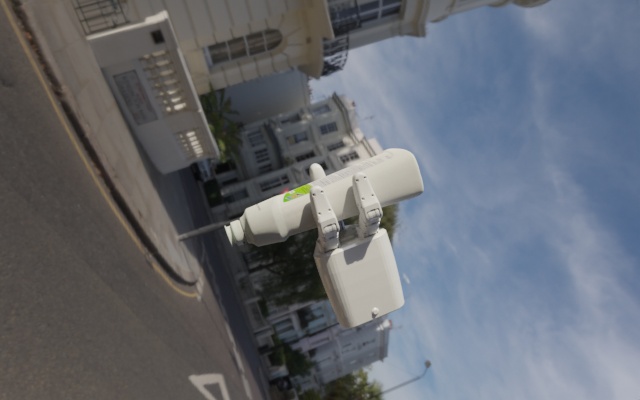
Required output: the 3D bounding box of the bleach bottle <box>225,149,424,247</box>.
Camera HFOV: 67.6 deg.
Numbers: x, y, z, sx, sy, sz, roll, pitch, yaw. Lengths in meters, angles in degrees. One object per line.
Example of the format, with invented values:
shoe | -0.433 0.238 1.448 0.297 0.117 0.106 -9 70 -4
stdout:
bleach bottle | 0.000 0.002 0.621 0.251 0.068 0.102 -20 9 -10
